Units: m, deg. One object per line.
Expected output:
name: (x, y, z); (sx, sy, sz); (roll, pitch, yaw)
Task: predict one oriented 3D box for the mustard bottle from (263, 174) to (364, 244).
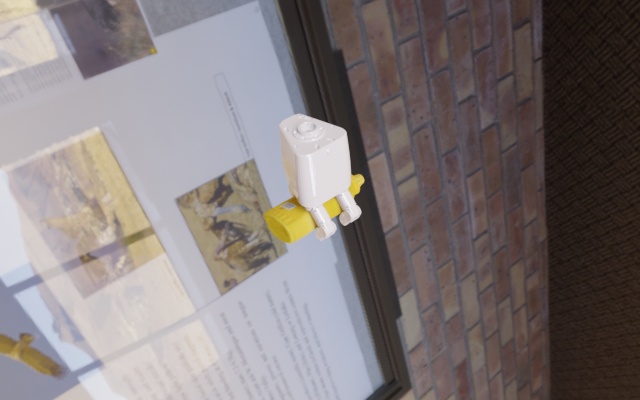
mustard bottle: (0.000, 0.003, 0.846); (0.191, 0.058, 0.096); (-31, 25, -24)
